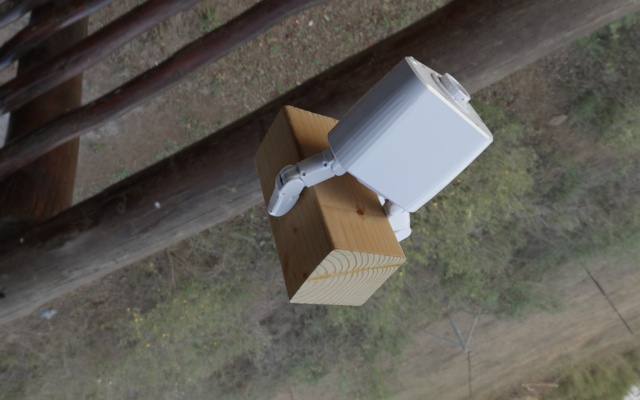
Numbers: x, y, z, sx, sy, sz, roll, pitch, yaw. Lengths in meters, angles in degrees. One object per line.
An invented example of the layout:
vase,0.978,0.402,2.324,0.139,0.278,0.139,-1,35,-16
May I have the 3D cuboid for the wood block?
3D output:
wood block,0.000,0.002,0.526,0.091,0.206,0.090,10,-47,-31
